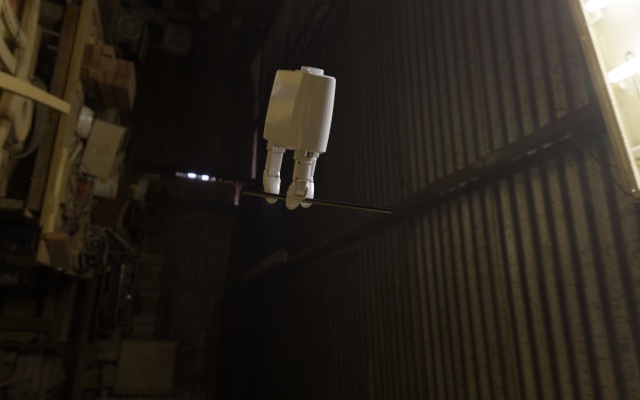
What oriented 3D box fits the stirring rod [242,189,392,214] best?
[{"bbox_3d":[0.000,0.002,0.731,0.239,0.011,0.011,7,-2,-18],"label":"stirring rod"}]
